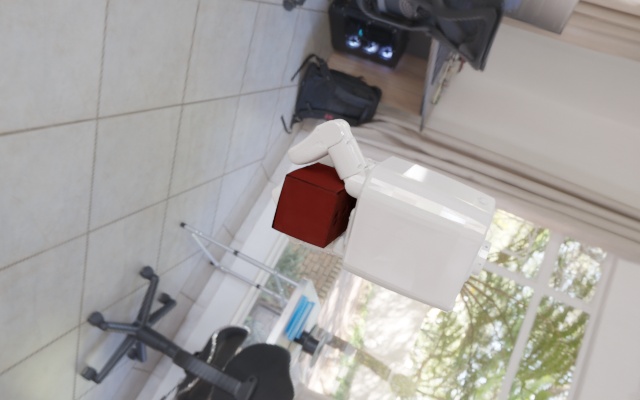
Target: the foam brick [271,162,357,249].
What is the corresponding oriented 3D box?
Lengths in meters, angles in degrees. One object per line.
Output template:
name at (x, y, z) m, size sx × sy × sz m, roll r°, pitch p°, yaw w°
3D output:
foam brick at (0.000, 0.002, 0.434) m, size 0.051 × 0.053 × 0.078 m, roll 22°, pitch 20°, yaw 16°
